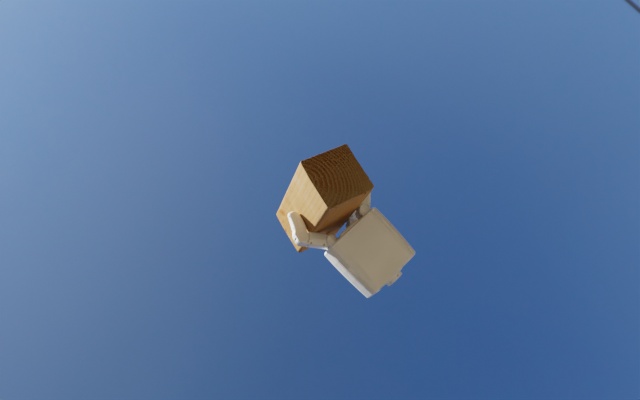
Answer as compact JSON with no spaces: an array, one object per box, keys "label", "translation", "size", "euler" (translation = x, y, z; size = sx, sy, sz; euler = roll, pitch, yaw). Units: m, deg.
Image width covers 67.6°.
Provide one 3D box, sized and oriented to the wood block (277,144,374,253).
[{"label":"wood block","translation":[0.000,0.003,0.823],"size":[0.091,0.090,0.206],"euler":[-24,-16,-25]}]
